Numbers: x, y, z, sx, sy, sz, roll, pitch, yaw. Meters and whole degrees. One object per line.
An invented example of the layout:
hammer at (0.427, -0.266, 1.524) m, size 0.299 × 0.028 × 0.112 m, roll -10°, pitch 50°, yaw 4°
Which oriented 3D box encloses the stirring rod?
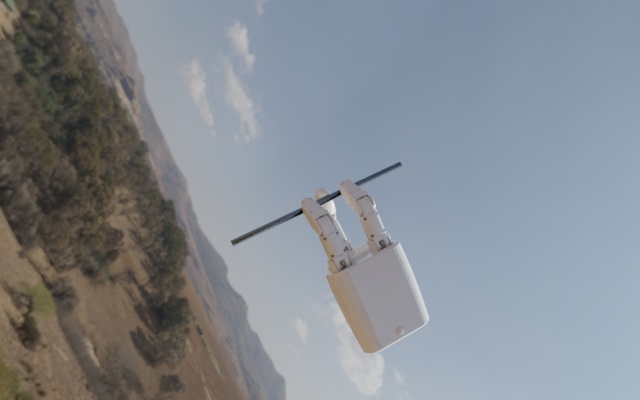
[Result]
stirring rod at (0.000, 0.002, 0.598) m, size 0.239 × 0.011 × 0.011 m, roll -25°, pitch 7°, yaw -15°
